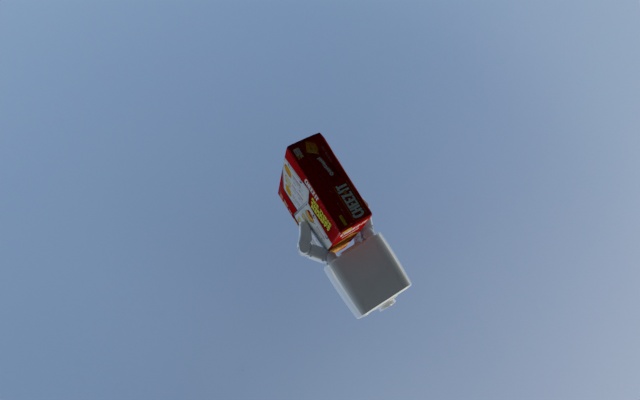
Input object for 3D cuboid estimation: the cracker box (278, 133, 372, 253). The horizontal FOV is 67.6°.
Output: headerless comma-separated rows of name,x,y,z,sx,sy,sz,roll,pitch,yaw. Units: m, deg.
cracker box,0.000,0.003,0.839,0.072,0.164,0.214,-29,-12,-17
